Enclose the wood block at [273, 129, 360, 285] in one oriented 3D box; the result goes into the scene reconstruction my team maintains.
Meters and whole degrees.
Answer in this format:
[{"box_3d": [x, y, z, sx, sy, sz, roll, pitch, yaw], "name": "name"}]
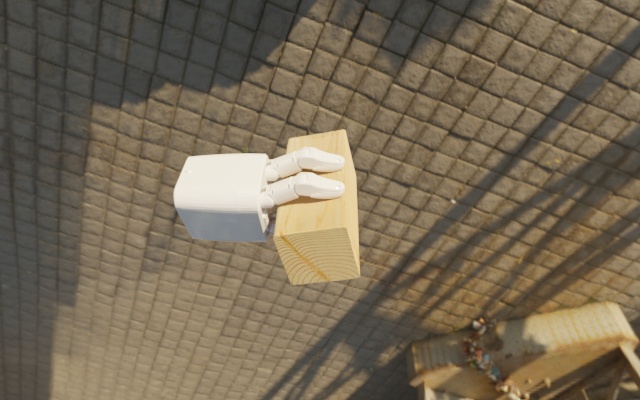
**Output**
[{"box_3d": [0.000, 0.002, 0.644, 0.090, 0.091, 0.206, -8, 40, 9], "name": "wood block"}]
